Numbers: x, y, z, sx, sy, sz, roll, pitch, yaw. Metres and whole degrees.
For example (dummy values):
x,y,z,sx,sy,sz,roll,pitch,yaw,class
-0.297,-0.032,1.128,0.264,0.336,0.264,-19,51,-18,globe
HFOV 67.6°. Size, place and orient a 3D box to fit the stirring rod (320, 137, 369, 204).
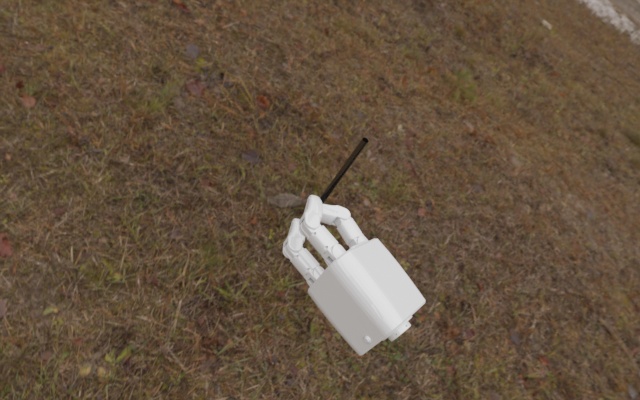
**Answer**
x,y,z,sx,sy,sz,roll,pitch,yaw,class
0.000,0.002,0.626,0.011,0.011,0.240,0,-36,-32,stirring rod
